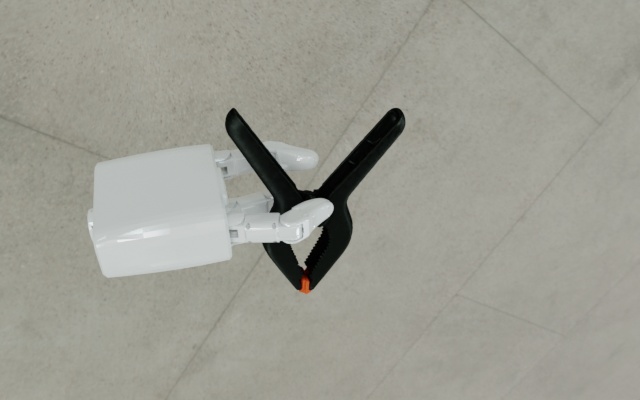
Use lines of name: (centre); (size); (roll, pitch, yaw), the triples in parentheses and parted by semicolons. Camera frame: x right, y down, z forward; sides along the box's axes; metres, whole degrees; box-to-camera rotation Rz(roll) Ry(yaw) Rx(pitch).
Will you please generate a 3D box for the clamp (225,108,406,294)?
clamp: (0.000, 0.002, 0.468); (0.164, 0.210, 0.036); (-9, 33, -12)
